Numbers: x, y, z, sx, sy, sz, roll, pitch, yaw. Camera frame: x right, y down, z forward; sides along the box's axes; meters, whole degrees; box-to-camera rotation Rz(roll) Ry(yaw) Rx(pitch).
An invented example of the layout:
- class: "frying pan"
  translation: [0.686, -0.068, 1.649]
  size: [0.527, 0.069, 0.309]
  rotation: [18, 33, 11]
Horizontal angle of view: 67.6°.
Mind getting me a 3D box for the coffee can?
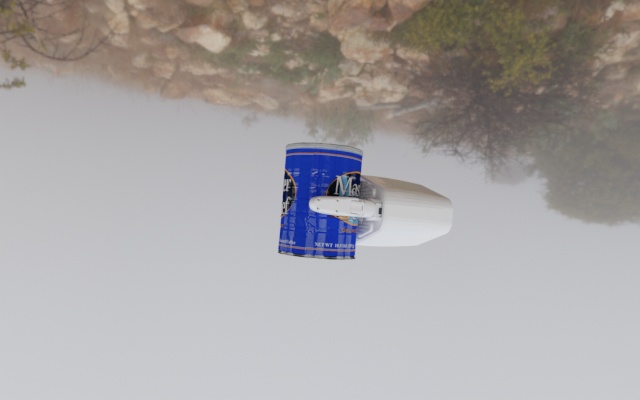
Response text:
- class: "coffee can"
  translation: [0.000, 0.002, 0.624]
  size: [0.103, 0.140, 0.103]
  rotation: [4, -2, 0]
